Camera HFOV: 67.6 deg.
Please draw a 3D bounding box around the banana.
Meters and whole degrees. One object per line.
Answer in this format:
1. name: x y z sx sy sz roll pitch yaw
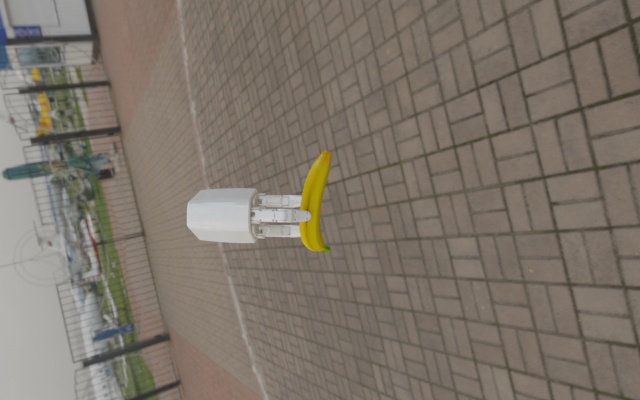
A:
1. banana: -0.009 0.012 0.843 0.037 0.198 0.069 14 25 27
